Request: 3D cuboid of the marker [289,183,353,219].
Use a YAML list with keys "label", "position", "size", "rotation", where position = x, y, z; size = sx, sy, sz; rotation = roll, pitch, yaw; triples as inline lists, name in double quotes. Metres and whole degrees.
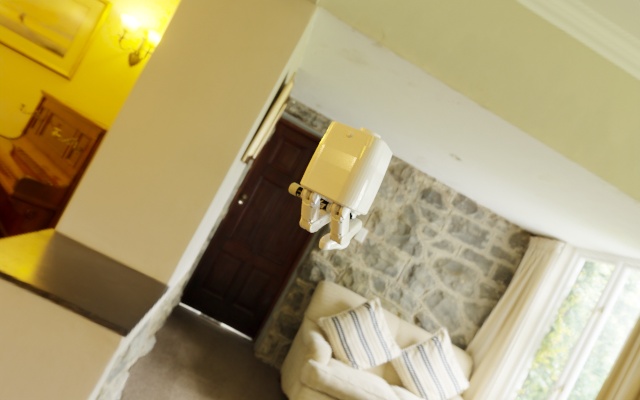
- label: "marker"
  position: [0.000, 0.002, 0.742]
  size: [0.121, 0.020, 0.020]
  rotation: [27, 15, 32]
